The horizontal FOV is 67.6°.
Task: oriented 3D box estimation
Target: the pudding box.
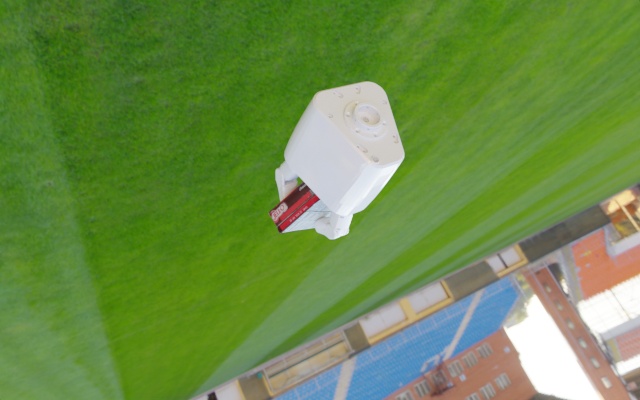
[{"bbox_3d":[0.000,0.002,0.635,0.090,0.039,0.113,-39,-21,31],"label":"pudding box"}]
